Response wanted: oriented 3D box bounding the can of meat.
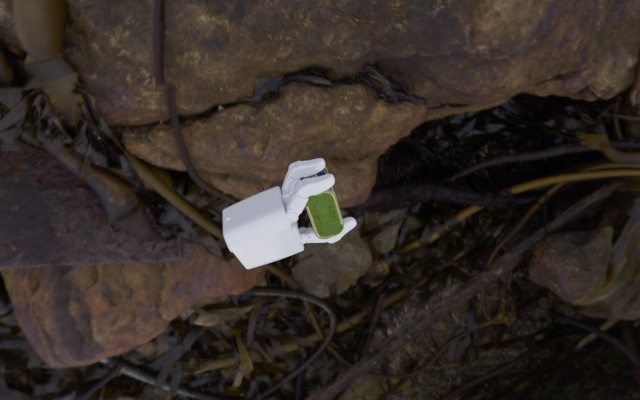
[{"bbox_3d":[0.000,0.003,0.806,0.057,0.102,0.084,-18,35,0],"label":"can of meat"}]
